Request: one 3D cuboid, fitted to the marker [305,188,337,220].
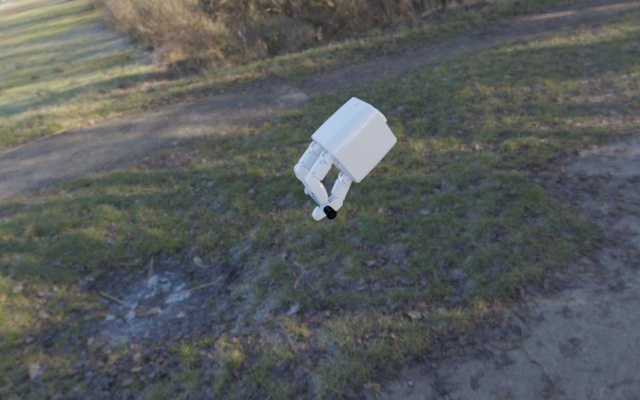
[{"bbox_3d":[0.000,0.003,0.861,0.020,0.020,0.121,0,23,-23],"label":"marker"}]
